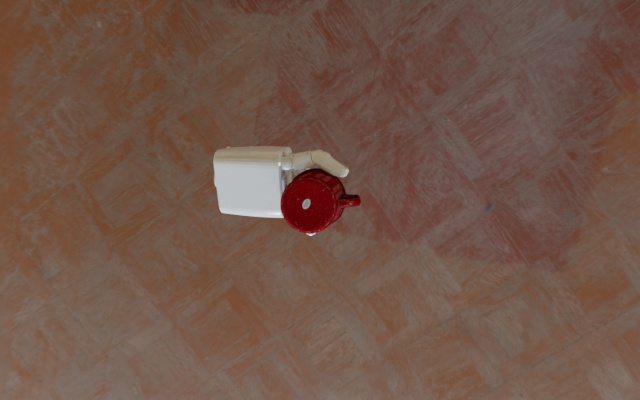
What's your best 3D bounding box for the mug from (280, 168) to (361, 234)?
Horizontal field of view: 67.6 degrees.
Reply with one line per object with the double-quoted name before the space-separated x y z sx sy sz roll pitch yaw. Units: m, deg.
"mug" 0.002 0.002 0.697 0.117 0.093 0.081 2 8 8
